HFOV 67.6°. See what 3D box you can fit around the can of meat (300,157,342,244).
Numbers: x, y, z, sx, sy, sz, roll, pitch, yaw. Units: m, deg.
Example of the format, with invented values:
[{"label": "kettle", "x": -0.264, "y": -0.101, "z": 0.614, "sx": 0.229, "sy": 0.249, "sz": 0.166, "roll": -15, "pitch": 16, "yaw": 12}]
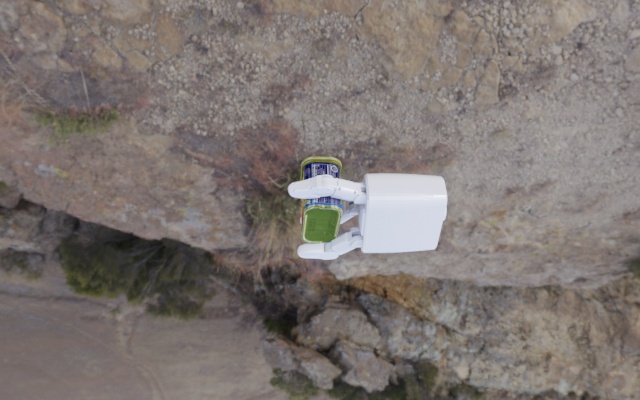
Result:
[{"label": "can of meat", "x": 0.000, "y": 0.002, "z": 0.678, "sx": 0.057, "sy": 0.084, "sz": 0.102, "roll": 1, "pitch": -34, "yaw": -5}]
